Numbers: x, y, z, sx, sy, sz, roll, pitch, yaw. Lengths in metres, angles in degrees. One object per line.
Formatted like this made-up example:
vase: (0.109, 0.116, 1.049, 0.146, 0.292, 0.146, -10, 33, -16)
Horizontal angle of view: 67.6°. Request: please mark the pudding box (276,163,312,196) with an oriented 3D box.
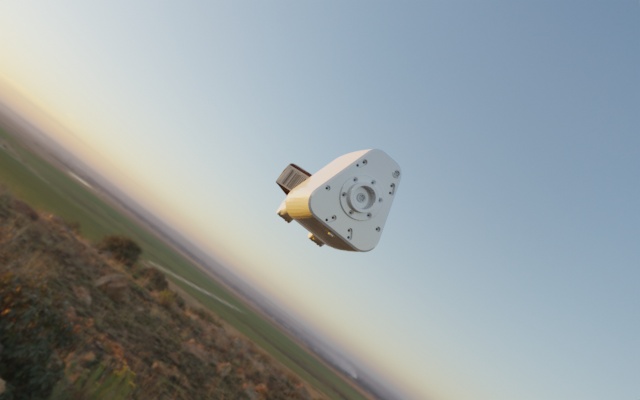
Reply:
pudding box: (0.000, 0.002, 0.668, 0.113, 0.039, 0.090, 35, -8, 16)
